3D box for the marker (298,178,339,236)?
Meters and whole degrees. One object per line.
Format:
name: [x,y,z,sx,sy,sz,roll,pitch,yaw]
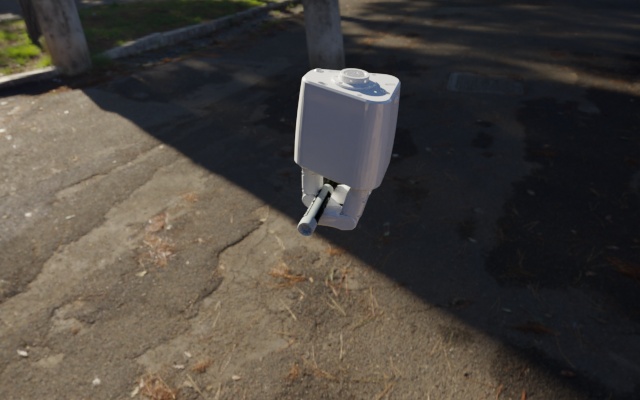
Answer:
marker: [0.000,0.002,0.586,0.020,0.020,0.121,0,31,20]
